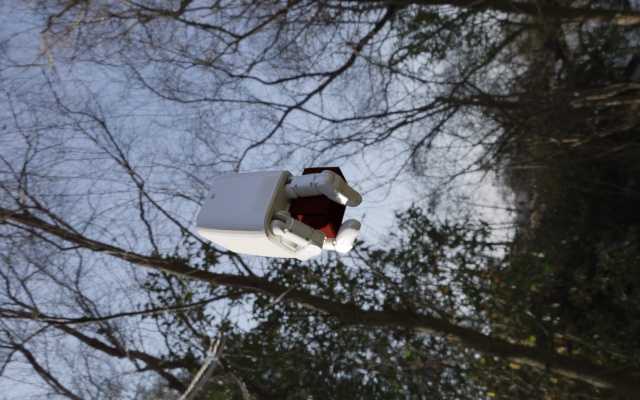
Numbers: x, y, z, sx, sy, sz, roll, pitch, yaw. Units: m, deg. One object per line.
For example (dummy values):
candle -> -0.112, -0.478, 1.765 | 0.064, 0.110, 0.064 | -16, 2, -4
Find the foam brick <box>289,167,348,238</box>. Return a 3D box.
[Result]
foam brick -> 0.000, 0.002, 0.606 | 0.051, 0.078, 0.053 | 0, -39, 25
